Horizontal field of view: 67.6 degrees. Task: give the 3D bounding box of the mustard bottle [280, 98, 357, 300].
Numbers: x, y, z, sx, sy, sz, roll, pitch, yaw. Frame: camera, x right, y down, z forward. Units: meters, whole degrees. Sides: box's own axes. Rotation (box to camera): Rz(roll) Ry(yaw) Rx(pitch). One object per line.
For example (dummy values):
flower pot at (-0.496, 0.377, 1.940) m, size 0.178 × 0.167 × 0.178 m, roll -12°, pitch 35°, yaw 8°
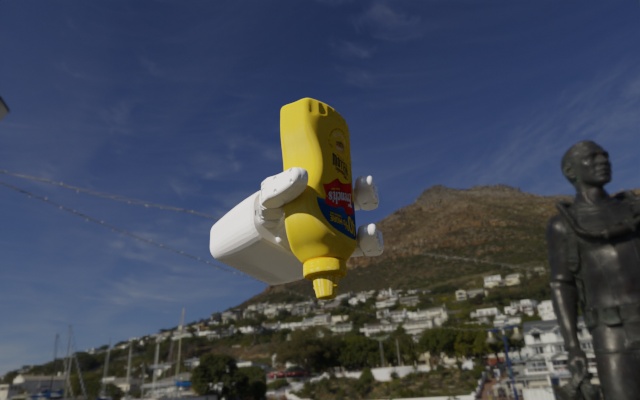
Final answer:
mustard bottle at (0.000, 0.001, 0.474) m, size 0.058 × 0.191 × 0.096 m, roll -14°, pitch -25°, yaw 25°
